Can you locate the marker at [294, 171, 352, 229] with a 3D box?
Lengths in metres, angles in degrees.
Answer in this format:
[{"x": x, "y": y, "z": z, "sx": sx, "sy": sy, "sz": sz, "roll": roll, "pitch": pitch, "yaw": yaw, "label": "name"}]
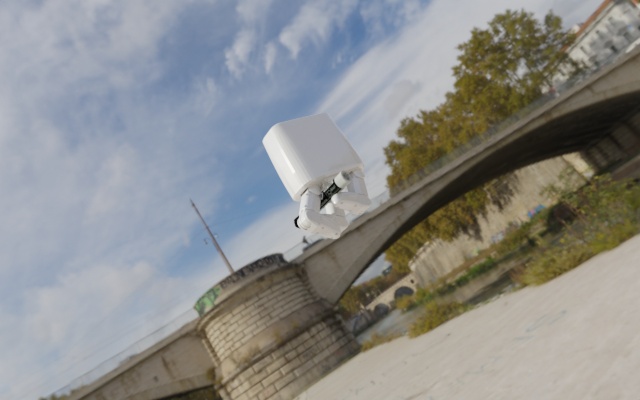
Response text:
[{"x": 0.000, "y": 0.002, "z": 0.660, "sx": 0.020, "sy": 0.020, "sz": 0.121, "roll": 0, "pitch": -35, "yaw": -43, "label": "marker"}]
